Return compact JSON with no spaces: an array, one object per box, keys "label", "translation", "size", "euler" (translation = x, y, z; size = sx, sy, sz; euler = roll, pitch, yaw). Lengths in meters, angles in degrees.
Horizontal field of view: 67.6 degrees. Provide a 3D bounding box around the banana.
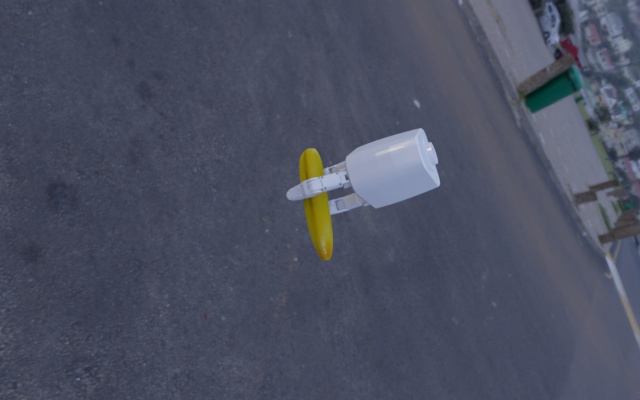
[{"label":"banana","translation":[-0.006,-0.009,0.734],"size":[0.037,0.197,0.070],"euler":[-14,-30,12]}]
